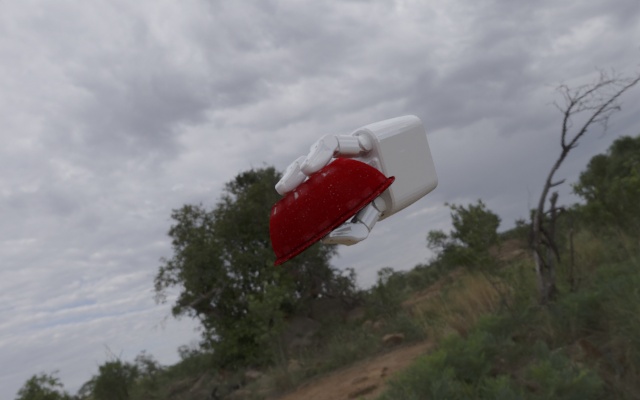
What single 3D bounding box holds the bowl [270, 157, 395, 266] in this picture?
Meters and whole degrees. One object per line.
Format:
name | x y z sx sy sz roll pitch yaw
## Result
bowl | -0.001 0.002 0.517 0.162 0.055 0.162 -36 2 1
